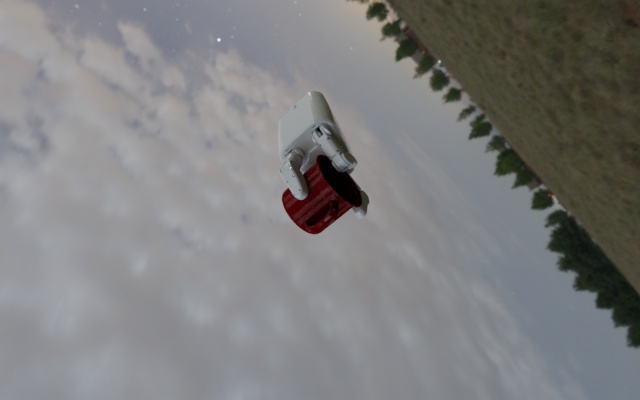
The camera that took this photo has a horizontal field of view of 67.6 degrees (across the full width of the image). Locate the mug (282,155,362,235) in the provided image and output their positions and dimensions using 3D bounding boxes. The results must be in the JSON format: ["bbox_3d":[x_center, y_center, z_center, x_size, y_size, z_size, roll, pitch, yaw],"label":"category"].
[{"bbox_3d":[0.000,0.003,0.676,0.093,0.081,0.117,38,25,-28],"label":"mug"}]
